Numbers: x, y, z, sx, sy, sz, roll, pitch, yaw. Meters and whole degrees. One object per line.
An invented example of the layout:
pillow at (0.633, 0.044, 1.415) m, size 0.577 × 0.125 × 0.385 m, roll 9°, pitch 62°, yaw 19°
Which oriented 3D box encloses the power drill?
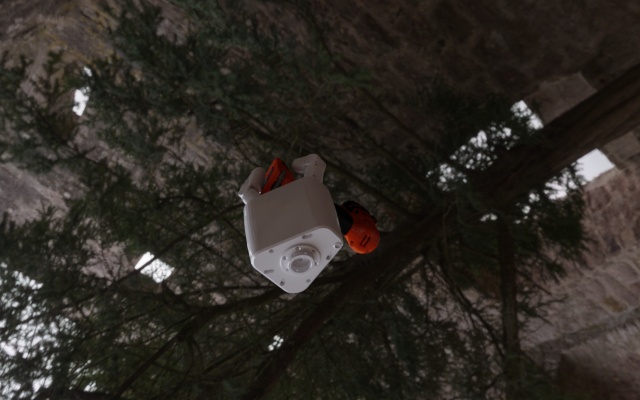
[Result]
power drill at (0.000, 0.002, 0.748) m, size 0.187 × 0.057 × 0.184 m, roll 28°, pitch 8°, yaw -10°
